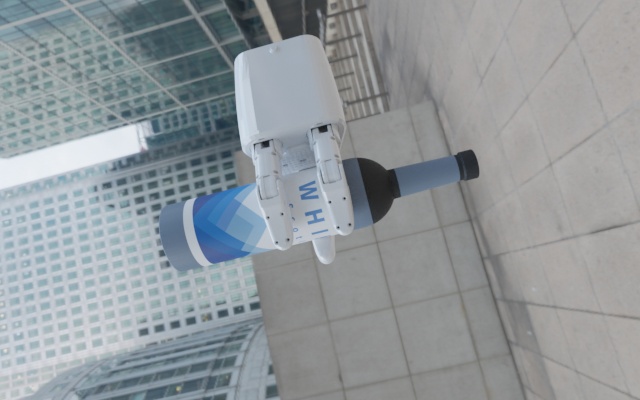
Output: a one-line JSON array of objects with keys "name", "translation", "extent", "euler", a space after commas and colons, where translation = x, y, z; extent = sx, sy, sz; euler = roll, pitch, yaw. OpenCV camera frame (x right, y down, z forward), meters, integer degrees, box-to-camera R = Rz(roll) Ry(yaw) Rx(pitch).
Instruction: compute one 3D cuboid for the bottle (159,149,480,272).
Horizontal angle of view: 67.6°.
[{"name": "bottle", "translation": [0.000, 0.002, 0.453], "extent": [0.296, 0.069, 0.069], "euler": [-14, -1, 5]}]
